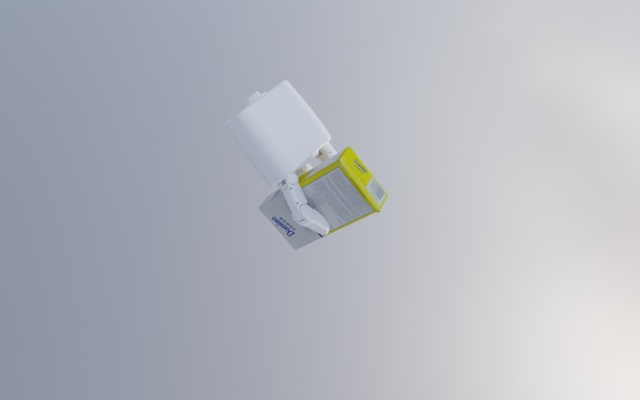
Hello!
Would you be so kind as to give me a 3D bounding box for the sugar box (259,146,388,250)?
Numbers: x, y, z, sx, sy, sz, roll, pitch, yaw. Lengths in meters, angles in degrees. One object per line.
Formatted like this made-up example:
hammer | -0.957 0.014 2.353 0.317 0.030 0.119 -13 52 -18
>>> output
sugar box | 0.000 0.002 0.690 0.176 0.093 0.048 -26 19 41
